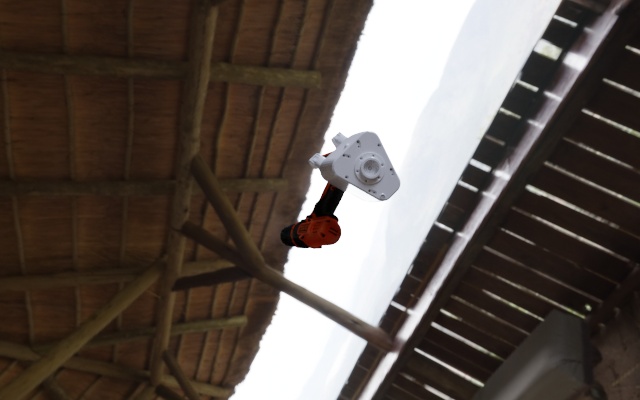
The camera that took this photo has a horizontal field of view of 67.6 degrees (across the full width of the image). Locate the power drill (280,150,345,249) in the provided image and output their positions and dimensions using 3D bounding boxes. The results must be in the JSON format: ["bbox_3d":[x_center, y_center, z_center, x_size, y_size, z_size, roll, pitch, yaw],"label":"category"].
[{"bbox_3d":[0.000,0.002,0.897,0.057,0.187,0.184,28,-19,-26],"label":"power drill"}]
